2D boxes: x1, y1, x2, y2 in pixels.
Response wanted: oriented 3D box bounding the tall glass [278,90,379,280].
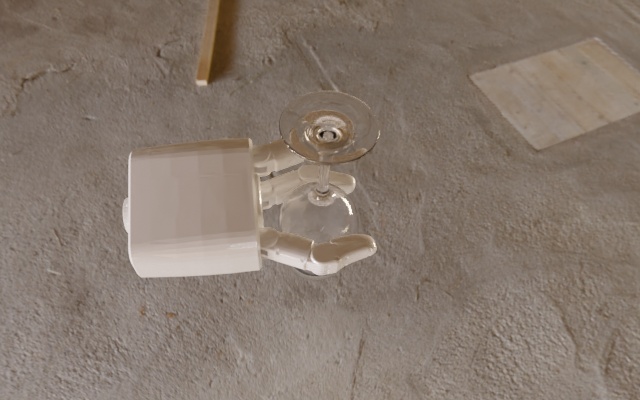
[{"bbox_3d":[0.000,0.001,0.431,0.079,0.079,0.201,0,-35,-4],"label":"tall glass"}]
